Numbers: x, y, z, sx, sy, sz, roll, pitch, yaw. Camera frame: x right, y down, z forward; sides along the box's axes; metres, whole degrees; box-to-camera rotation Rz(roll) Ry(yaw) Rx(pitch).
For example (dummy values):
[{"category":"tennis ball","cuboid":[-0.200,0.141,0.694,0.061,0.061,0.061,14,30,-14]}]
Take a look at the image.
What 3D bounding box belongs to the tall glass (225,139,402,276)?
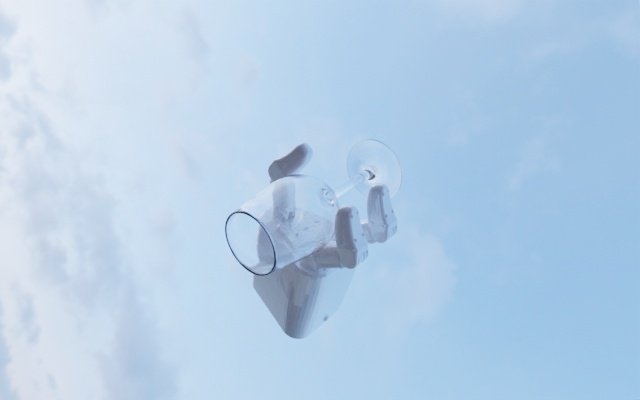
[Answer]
[{"category":"tall glass","cuboid":[0.000,0.001,0.478,0.079,0.079,0.201,0,21,41]}]
